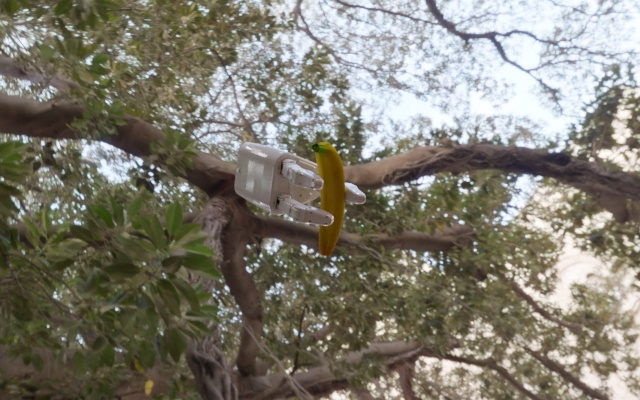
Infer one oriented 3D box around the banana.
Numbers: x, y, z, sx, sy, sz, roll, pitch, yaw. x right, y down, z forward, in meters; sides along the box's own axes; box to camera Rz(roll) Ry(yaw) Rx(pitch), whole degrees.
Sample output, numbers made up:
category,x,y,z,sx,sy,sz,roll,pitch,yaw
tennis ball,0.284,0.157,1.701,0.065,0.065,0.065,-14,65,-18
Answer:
category,x,y,z,sx,sy,sz,roll,pitch,yaw
banana,0.011,-0.010,0.715,0.037,0.198,0.069,17,40,32
